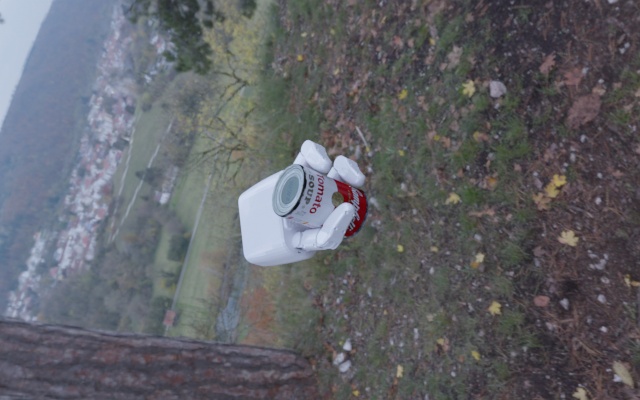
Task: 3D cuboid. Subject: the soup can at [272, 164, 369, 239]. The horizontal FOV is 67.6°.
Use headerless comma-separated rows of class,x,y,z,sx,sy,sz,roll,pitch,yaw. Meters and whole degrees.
soup can,0.000,0.002,0.588,0.102,0.068,0.068,21,-12,-34
